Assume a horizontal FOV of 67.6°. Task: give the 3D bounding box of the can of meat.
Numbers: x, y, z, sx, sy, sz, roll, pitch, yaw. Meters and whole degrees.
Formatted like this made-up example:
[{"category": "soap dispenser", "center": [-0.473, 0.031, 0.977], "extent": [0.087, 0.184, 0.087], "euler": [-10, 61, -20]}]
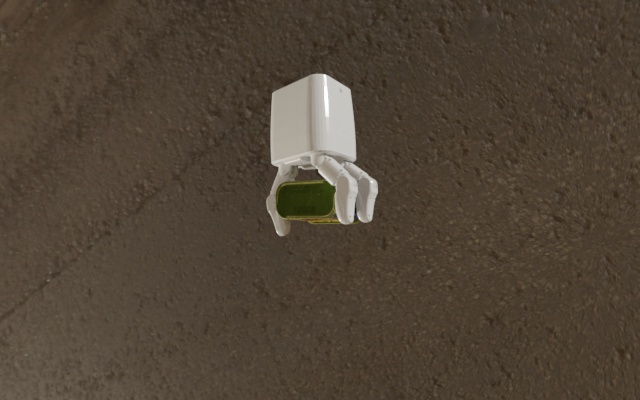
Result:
[{"category": "can of meat", "center": [0.000, 0.002, 0.660], "extent": [0.102, 0.057, 0.084], "euler": [-2, -6, 31]}]
